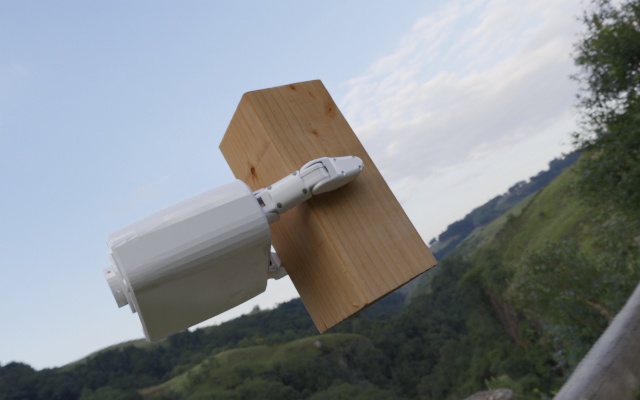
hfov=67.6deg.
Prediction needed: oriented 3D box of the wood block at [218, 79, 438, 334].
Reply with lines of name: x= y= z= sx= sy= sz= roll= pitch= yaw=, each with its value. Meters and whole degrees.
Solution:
wood block: x=0.000 y=0.001 z=0.441 sx=0.090 sy=0.206 sz=0.091 roll=-20 pitch=-17 yaw=-36
